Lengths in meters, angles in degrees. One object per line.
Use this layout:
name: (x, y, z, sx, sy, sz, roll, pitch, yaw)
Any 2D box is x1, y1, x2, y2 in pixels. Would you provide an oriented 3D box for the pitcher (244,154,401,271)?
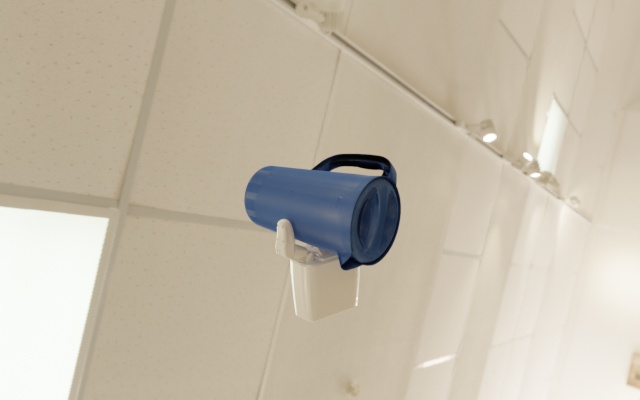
pitcher: (0.000, 0.003, 0.764, 0.243, 0.145, 0.149, 13, 23, 38)
